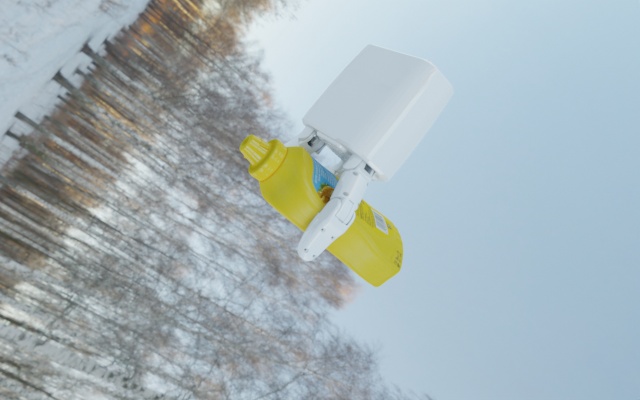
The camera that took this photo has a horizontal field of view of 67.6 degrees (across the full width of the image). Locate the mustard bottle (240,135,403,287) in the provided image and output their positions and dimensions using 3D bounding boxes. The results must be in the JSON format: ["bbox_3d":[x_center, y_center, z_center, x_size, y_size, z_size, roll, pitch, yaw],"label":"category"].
[{"bbox_3d":[0.000,0.002,0.468,0.192,0.058,0.096,40,23,-26],"label":"mustard bottle"}]
